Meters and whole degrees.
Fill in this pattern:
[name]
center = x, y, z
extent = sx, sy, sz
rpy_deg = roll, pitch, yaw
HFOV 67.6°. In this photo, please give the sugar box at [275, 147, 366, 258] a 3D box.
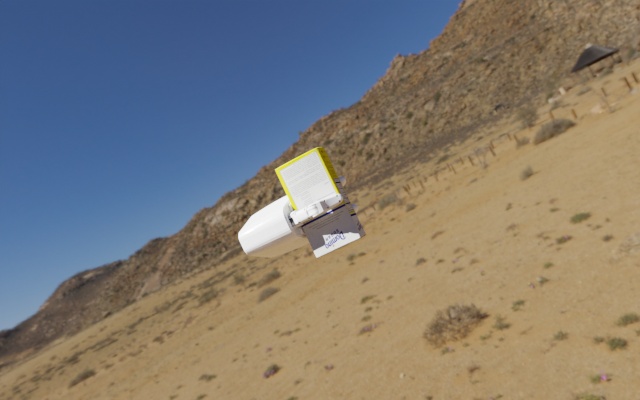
[sugar box]
center = 0.000, 0.003, 0.847
extent = 0.093, 0.176, 0.048
rpy_deg = -26, -2, 19
